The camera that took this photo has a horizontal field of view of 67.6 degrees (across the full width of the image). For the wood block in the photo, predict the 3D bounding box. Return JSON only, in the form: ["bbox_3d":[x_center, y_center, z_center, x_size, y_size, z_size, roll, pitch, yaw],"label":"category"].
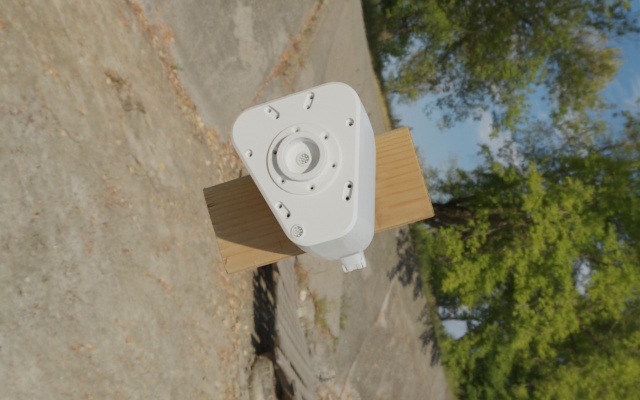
[{"bbox_3d":[0.000,0.002,0.493,0.206,0.091,0.090,-16,-2,7],"label":"wood block"}]
